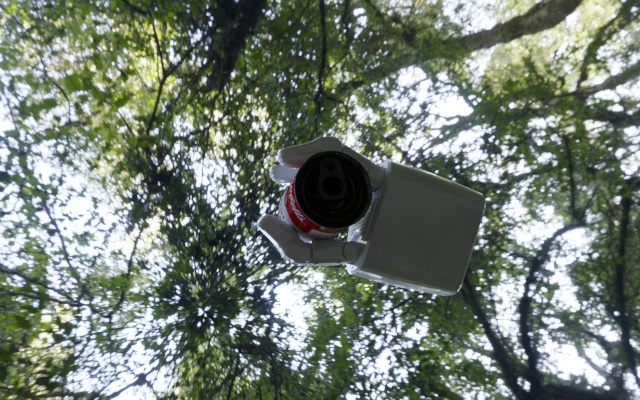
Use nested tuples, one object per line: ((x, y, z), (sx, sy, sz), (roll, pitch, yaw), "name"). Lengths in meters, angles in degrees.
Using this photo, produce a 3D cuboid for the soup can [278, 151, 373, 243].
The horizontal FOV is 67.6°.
((-0.001, 0.002, 0.447), (0.068, 0.068, 0.102), (0, -13, -14), "soup can")
